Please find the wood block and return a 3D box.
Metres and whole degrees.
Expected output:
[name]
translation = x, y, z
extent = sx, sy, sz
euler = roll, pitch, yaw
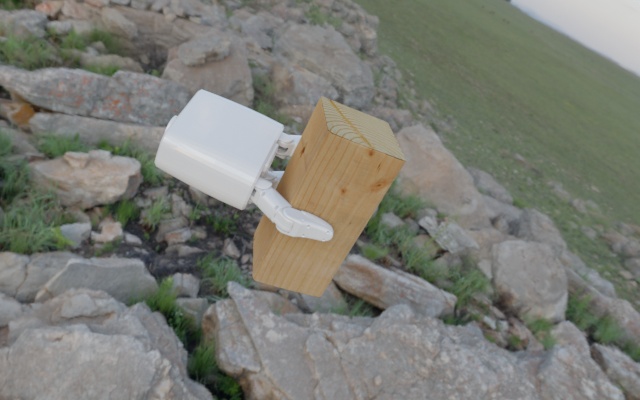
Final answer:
[wood block]
translation = 0.000, 0.002, 0.550
extent = 0.090, 0.206, 0.090
euler = 18, 31, -18
